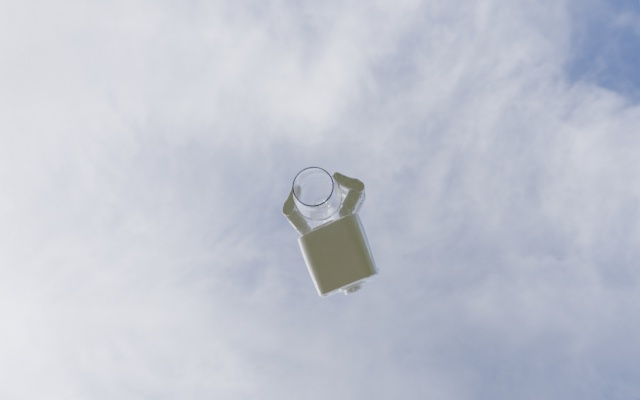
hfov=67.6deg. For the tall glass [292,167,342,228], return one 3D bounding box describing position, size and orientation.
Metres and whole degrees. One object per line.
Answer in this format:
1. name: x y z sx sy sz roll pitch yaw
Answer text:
1. tall glass: 0.000 0.003 0.800 0.079 0.079 0.201 0 -14 7
